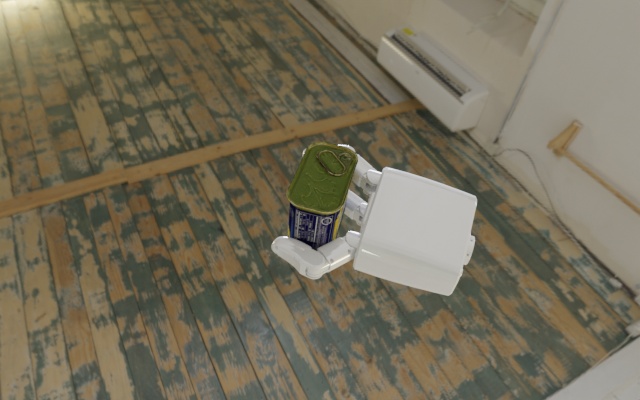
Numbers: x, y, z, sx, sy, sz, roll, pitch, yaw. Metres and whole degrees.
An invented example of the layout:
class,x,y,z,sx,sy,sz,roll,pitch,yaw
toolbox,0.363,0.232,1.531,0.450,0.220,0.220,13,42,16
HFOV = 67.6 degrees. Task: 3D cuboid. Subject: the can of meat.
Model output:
class,x,y,z,sx,sy,sz,roll,pitch,yaw
can of meat,0.000,0.002,0.516,0.057,0.102,0.084,14,-43,7
